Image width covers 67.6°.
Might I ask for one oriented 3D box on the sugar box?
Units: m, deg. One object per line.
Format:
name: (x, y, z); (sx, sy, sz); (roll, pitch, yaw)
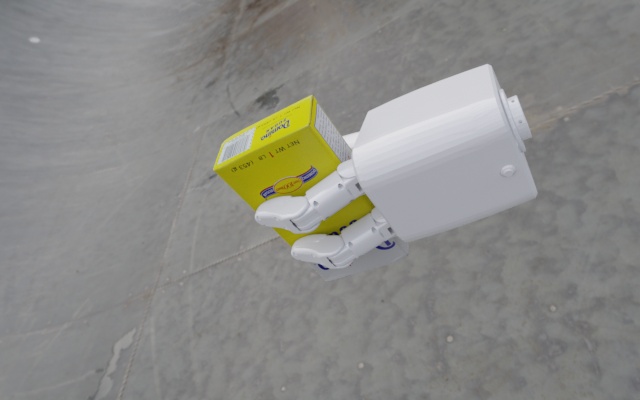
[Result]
sugar box: (0.000, 0.002, 0.418); (0.093, 0.048, 0.176); (-21, -51, 25)
